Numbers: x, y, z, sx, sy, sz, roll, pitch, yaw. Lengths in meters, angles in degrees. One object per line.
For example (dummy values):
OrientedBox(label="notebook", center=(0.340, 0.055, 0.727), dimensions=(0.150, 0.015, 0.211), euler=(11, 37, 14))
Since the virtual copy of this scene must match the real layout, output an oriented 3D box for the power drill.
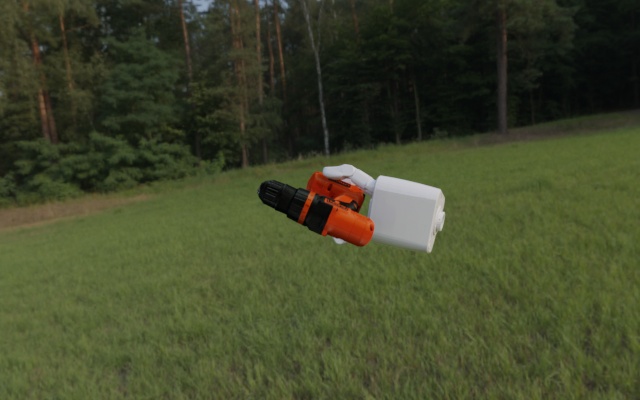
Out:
OrientedBox(label="power drill", center=(0.000, 0.003, 0.782), dimensions=(0.184, 0.057, 0.187), euler=(25, 16, 1))
